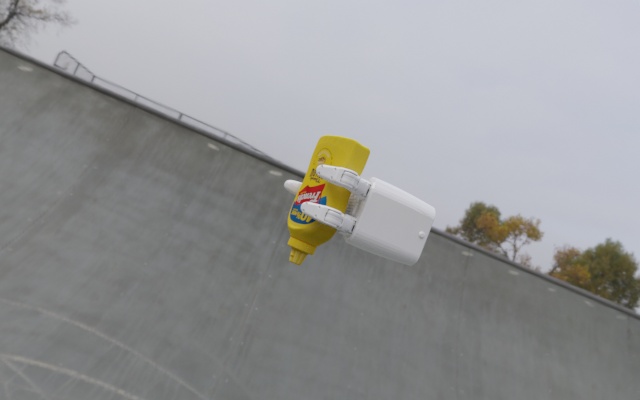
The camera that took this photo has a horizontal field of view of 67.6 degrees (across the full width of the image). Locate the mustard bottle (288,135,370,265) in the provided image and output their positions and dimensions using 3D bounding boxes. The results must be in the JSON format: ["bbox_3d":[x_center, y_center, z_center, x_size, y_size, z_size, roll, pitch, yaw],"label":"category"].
[{"bbox_3d":[0.000,0.002,0.692,0.058,0.191,0.096,26,-5,-37],"label":"mustard bottle"}]
